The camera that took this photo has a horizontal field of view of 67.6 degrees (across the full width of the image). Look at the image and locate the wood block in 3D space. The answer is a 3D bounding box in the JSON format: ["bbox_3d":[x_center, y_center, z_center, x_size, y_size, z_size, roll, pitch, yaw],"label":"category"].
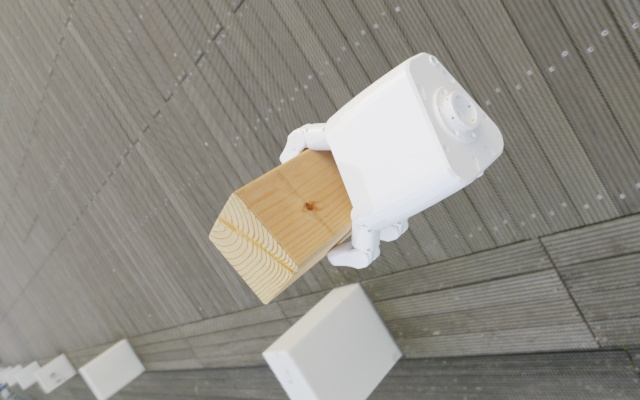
[{"bbox_3d":[0.000,0.001,0.500,0.206,0.091,0.090,-35,-11,-40],"label":"wood block"}]
